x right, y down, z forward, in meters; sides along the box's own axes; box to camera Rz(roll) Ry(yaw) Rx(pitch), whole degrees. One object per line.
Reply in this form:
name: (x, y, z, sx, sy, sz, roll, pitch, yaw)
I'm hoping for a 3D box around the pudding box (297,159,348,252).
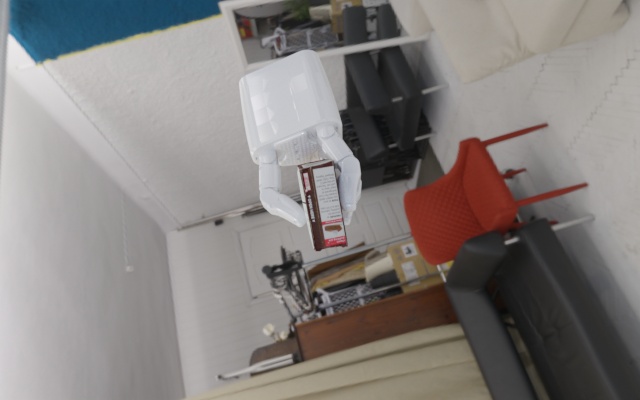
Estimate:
pudding box: (0.000, 0.002, 0.530, 0.039, 0.090, 0.113, -11, 6, -1)
